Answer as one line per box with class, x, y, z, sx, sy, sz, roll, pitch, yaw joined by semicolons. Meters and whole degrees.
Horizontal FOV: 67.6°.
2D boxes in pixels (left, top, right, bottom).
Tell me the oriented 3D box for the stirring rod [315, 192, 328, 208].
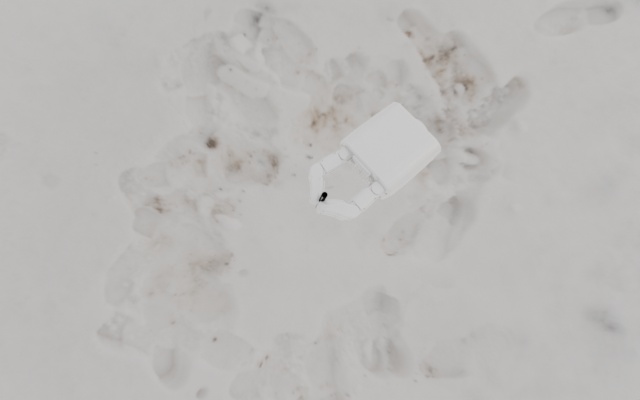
stirring rod;0.000;0.002;0.741;0.011;0.011;0.239;0;-5;-3
